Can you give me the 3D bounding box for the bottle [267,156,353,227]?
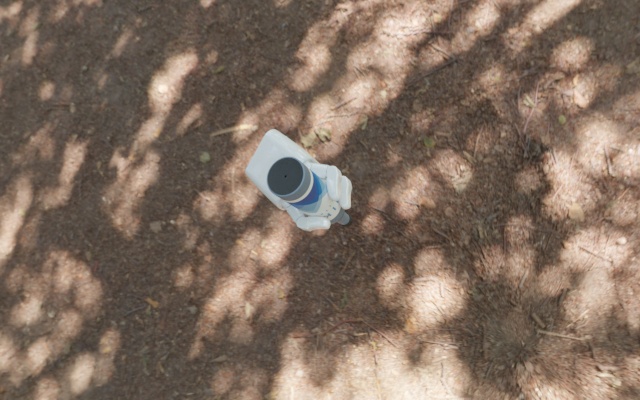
[{"bbox_3d":[0.000,0.003,0.871,0.069,0.069,0.296,0,-16,23],"label":"bottle"}]
